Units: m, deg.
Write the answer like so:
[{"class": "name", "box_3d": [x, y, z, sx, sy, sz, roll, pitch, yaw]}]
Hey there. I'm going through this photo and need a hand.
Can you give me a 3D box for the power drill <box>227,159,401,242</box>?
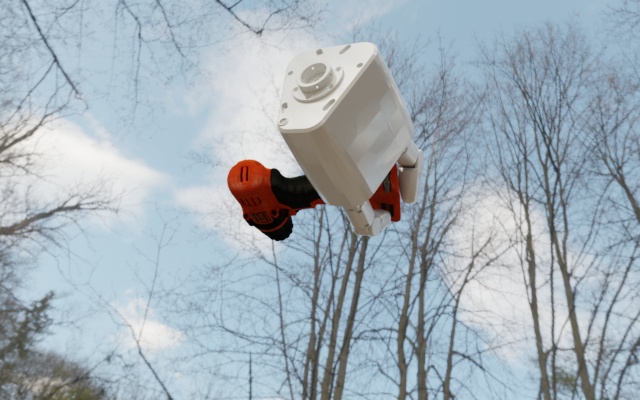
[{"class": "power drill", "box_3d": [0.000, 0.002, 0.570, 0.187, 0.057, 0.184, -7, -22, 6]}]
